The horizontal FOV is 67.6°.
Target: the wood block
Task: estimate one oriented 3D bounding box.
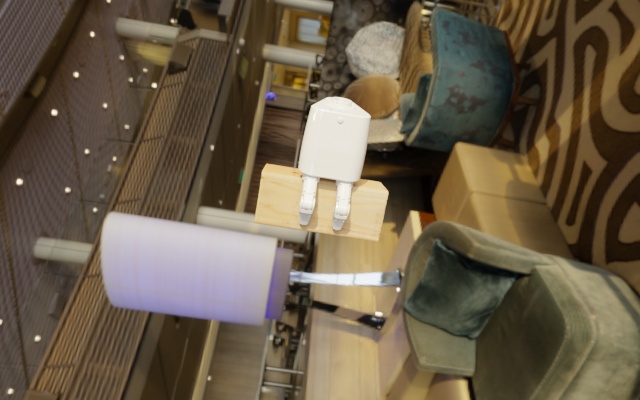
[{"bbox_3d":[0.000,0.002,0.814,0.206,0.090,0.091,9,12,-4],"label":"wood block"}]
